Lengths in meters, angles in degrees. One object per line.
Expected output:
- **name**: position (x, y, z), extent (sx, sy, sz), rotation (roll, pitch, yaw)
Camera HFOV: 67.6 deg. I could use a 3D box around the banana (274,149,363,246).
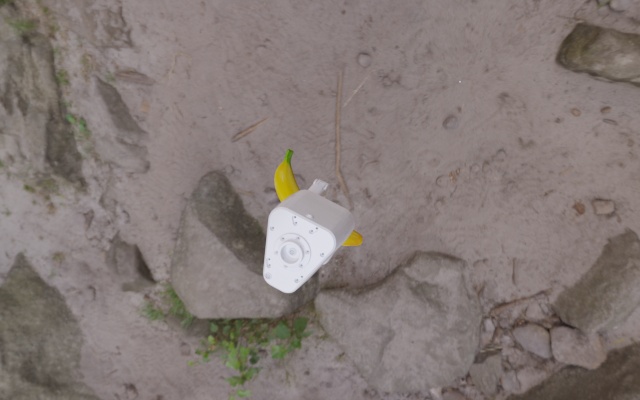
- **banana**: position (-0.016, 0.011, 0.784), extent (0.069, 0.198, 0.037), rotation (-40, -2, 17)
